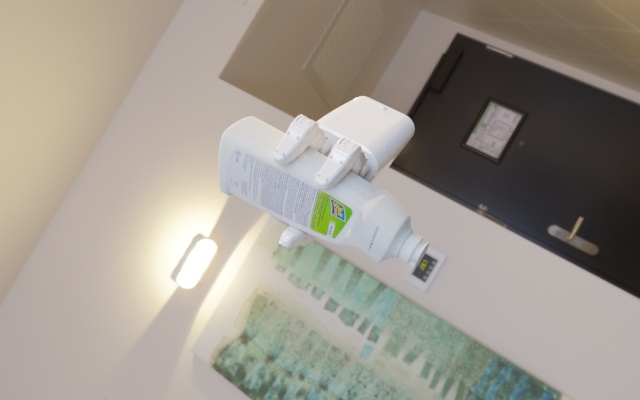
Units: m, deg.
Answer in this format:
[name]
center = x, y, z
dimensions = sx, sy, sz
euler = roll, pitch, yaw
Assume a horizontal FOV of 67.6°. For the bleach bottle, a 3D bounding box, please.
[bleach bottle]
center = 0.000, 0.002, 0.530
dimensions = 0.251, 0.103, 0.068
euler = 30, 46, 20
